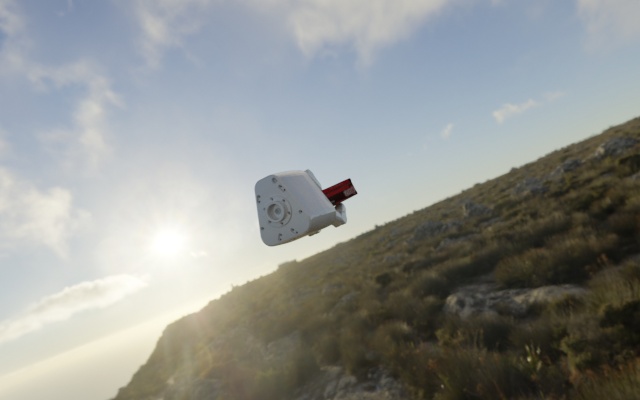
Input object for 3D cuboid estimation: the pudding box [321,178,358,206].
[{"bbox_3d":[0.000,0.003,0.886,0.090,0.039,0.113,-23,-1,-40],"label":"pudding box"}]
